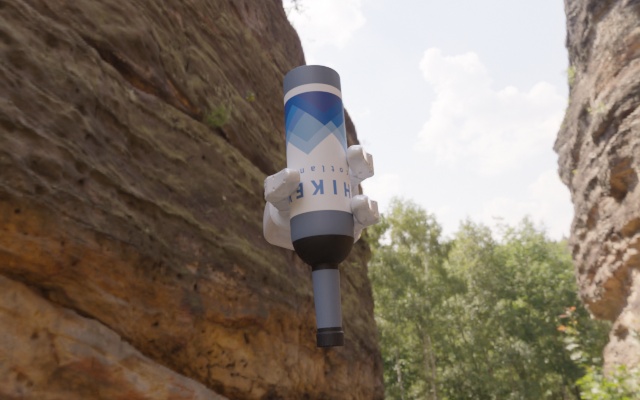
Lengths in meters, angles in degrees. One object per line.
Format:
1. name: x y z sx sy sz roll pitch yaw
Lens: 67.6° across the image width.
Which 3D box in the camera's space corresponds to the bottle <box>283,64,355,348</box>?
1. bottle: 0.000 0.001 0.506 0.069 0.295 0.069 -4 -17 -1
